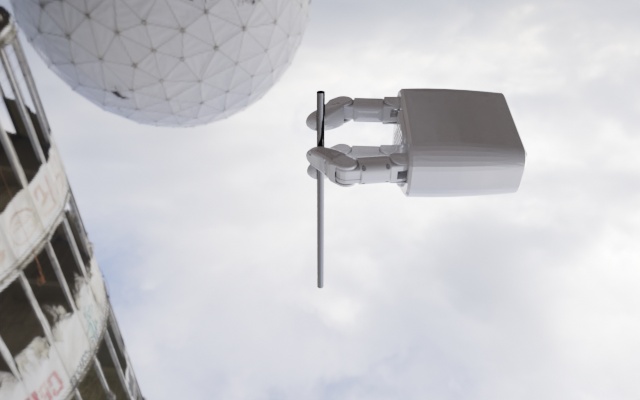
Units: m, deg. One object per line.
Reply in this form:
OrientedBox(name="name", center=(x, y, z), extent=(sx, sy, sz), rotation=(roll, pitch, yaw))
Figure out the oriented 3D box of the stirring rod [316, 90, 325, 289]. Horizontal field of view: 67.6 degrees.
OrientedBox(name="stirring rod", center=(0.000, 0.002, 0.500), extent=(0.011, 0.240, 0.011), rotation=(0, 34, 0))
